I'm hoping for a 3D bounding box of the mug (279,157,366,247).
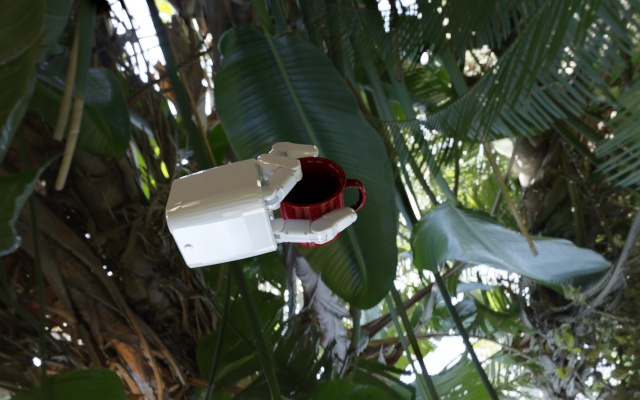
[{"bbox_3d":[0.002,0.002,0.610,0.117,0.082,0.093,-12,44,-4],"label":"mug"}]
